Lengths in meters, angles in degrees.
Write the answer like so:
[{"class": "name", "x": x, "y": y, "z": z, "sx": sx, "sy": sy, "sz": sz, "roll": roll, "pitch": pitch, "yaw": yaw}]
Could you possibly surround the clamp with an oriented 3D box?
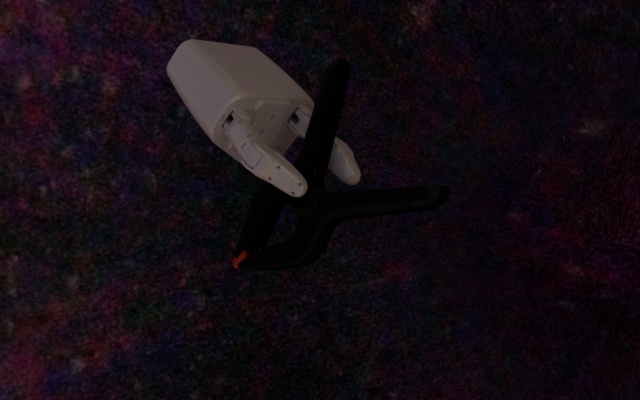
[{"class": "clamp", "x": -0.001, "y": 0.002, "z": 0.420, "sx": 0.036, "sy": 0.210, "sz": 0.164, "roll": 13, "pitch": 32, "yaw": -53}]
